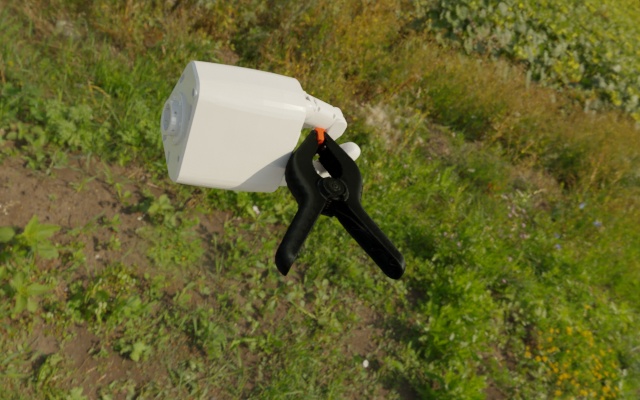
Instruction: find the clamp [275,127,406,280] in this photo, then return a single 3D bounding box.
[{"bbox_3d":[0.000,0.001,0.444,0.120,0.171,0.039,2,-40,-33],"label":"clamp"}]
